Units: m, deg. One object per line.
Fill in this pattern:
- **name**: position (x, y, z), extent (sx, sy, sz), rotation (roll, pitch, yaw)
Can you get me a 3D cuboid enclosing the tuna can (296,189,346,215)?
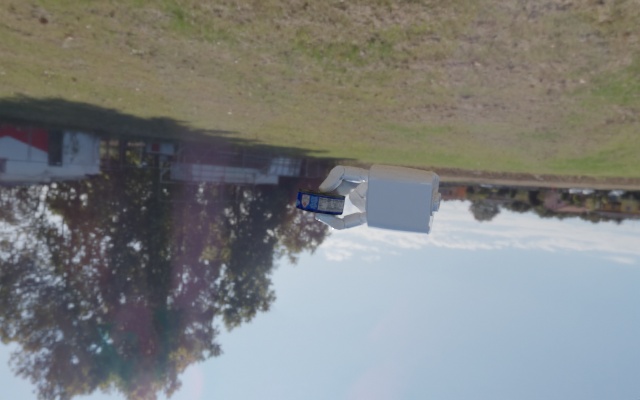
- **tuna can**: position (0.000, 0.003, 0.838), extent (0.086, 0.034, 0.086), rotation (9, 4, -1)
